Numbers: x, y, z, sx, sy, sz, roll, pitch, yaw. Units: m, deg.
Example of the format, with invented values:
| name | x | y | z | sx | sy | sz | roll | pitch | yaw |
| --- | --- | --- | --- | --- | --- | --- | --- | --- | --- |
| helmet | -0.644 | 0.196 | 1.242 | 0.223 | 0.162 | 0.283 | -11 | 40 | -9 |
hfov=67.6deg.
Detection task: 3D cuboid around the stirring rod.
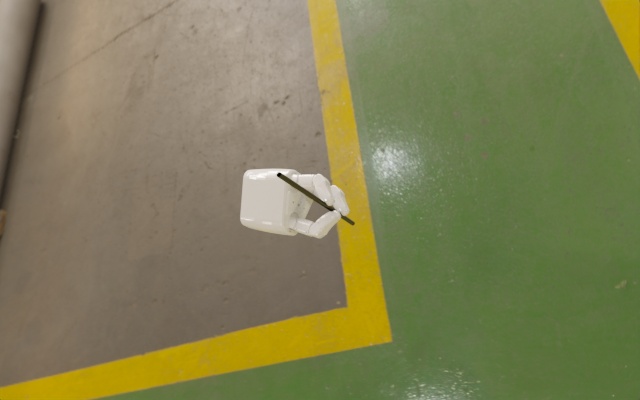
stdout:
| name | x | y | z | sx | sy | sz | roll | pitch | yaw |
| --- | --- | --- | --- | --- | --- | --- | --- | --- | --- |
| stirring rod | 0.000 | 0.003 | 0.776 | 0.011 | 0.011 | 0.240 | 0 | -19 | 31 |
